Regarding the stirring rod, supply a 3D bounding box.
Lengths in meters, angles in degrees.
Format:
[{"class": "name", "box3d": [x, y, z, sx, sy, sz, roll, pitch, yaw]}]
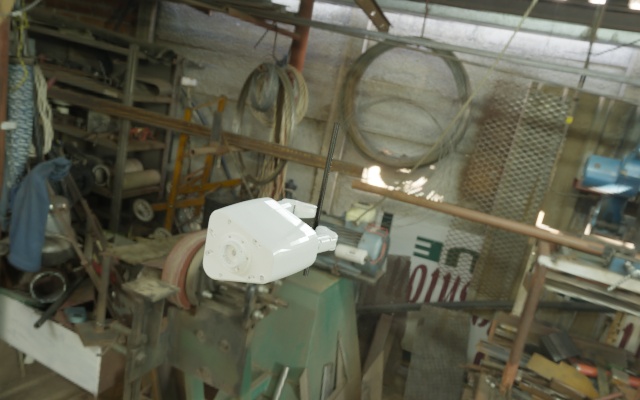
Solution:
[{"class": "stirring rod", "box3d": [0.000, 0.002, 0.719, 0.011, 0.239, 0.011, 11, 14, -3]}]
